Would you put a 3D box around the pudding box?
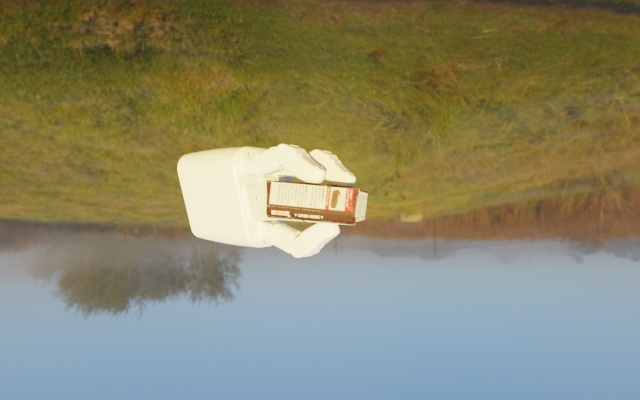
[{"bbox_3d":[0.000,0.002,0.495,0.090,0.039,0.113,4,2,9],"label":"pudding box"}]
